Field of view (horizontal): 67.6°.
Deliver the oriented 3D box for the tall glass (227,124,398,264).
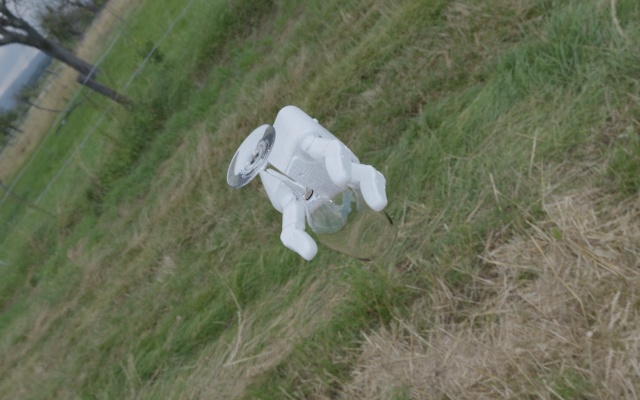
[{"bbox_3d":[0.000,0.002,0.527,0.201,0.079,0.079,34,-19,-32],"label":"tall glass"}]
